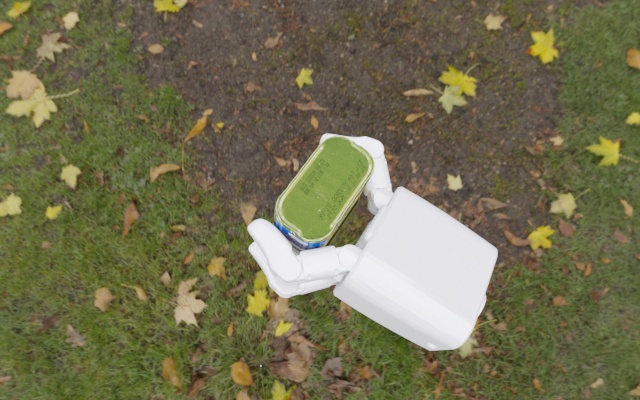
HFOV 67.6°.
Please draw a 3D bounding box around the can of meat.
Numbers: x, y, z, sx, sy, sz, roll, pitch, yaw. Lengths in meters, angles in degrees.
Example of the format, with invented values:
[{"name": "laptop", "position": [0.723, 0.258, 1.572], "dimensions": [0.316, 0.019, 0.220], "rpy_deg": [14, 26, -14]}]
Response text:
[{"name": "can of meat", "position": [0.000, 0.001, 0.426], "dimensions": [0.057, 0.102, 0.084], "rpy_deg": [34, -20, 5]}]
